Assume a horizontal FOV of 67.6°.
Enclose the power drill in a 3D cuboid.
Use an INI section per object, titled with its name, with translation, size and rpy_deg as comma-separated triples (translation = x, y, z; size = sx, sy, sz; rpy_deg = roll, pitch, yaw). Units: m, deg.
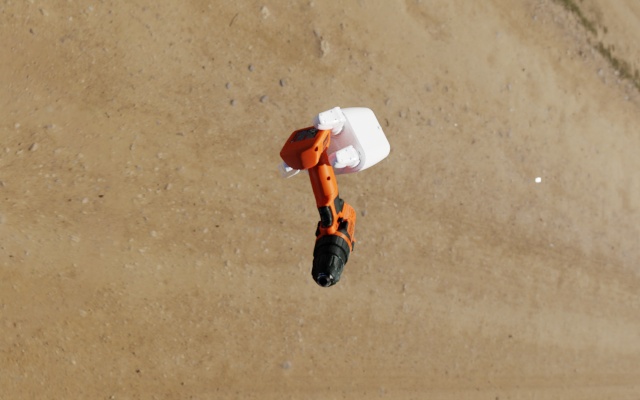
[power drill]
translation = 0.000, 0.002, 0.659
size = 0.057, 0.188, 0.184
rpy_deg = -10, 25, 14
